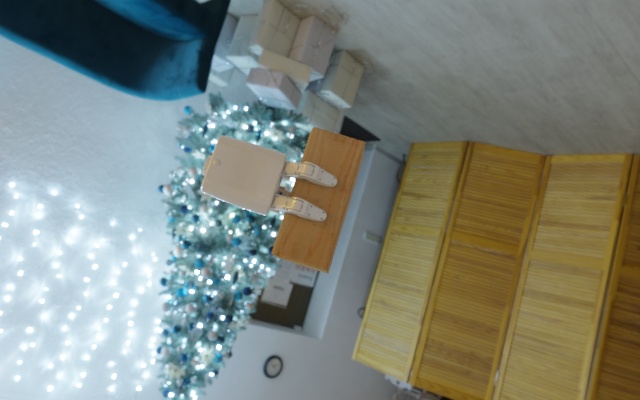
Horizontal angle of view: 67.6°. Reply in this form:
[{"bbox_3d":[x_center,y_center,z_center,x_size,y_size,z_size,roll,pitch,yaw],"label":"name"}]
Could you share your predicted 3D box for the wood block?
[{"bbox_3d":[0.000,0.003,0.761,0.090,0.206,0.091,17,-10,4],"label":"wood block"}]
